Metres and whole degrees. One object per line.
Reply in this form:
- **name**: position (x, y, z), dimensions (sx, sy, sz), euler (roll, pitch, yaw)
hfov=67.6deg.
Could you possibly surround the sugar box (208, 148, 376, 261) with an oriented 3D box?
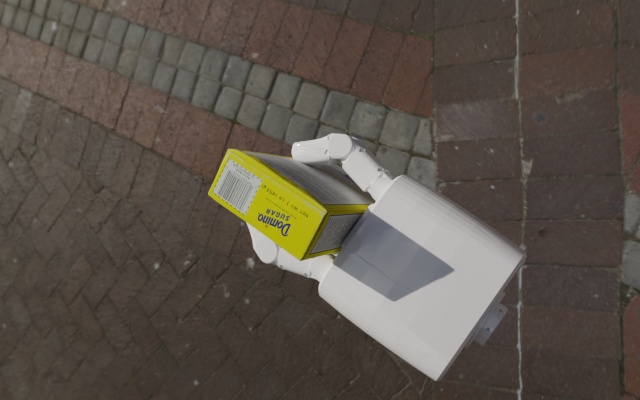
- **sugar box**: position (0.000, 0.002, 0.401), dimensions (0.093, 0.048, 0.176), euler (34, 12, 23)
